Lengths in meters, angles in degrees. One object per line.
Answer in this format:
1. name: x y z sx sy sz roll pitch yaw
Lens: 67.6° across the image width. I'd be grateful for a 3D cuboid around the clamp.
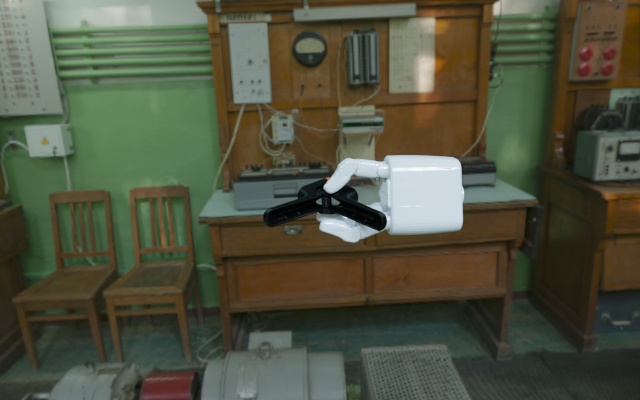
1. clamp: 0.000 0.001 0.716 0.164 0.036 0.210 1 16 -4
